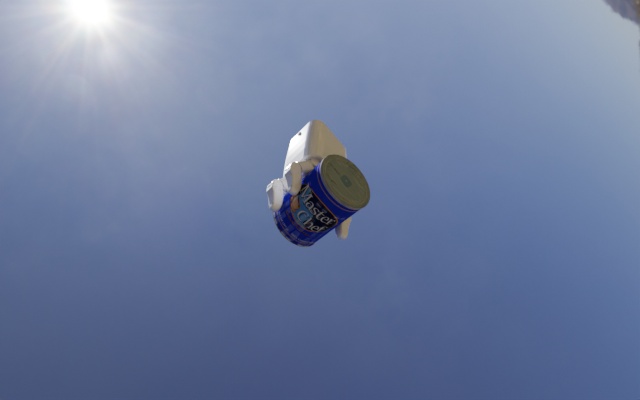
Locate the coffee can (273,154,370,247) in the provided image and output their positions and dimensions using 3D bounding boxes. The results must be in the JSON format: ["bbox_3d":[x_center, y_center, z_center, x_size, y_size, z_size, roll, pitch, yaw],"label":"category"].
[{"bbox_3d":[0.000,0.003,0.812,0.103,0.102,0.140,0,-30,-45],"label":"coffee can"}]
